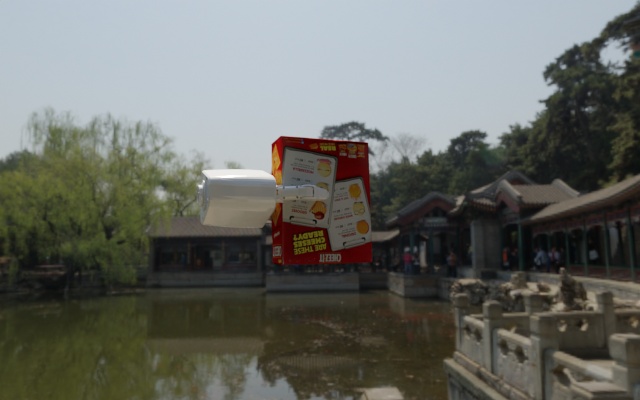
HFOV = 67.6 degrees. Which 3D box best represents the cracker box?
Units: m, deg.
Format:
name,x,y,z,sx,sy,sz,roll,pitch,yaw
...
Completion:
name,x,y,z,sx,sy,sz,roll,pitch,yaw
cracker box,0.000,0.003,0.831,0.164,0.213,0.072,1,-7,-21
